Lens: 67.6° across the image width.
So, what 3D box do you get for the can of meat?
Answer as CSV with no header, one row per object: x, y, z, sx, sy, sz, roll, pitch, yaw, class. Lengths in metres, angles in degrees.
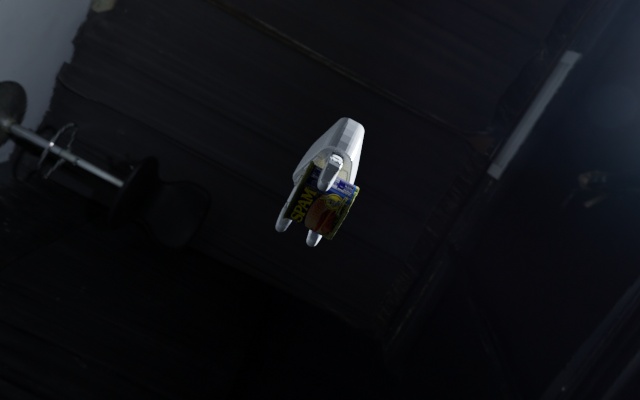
0.000,0.003,0.734,0.084,0.102,0.057,27,39,-2,can of meat
